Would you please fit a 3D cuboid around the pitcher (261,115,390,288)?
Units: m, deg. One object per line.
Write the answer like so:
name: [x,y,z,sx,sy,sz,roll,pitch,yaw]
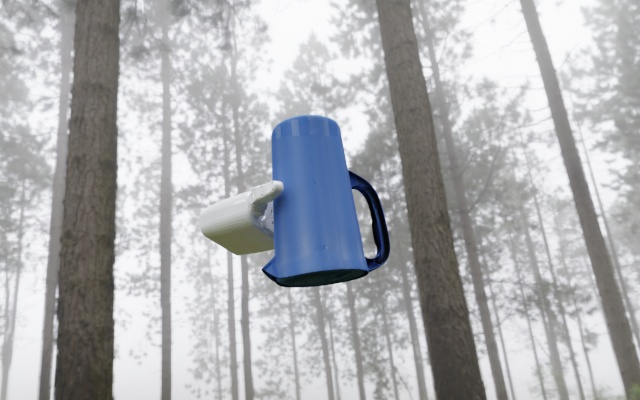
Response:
pitcher: [0.000,0.002,0.706,0.145,0.242,0.149,-17,-21,31]
